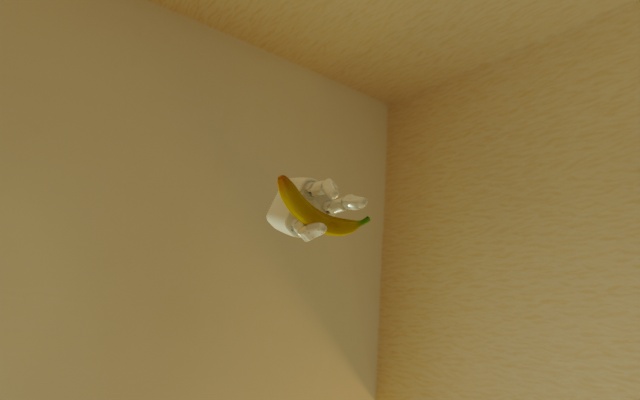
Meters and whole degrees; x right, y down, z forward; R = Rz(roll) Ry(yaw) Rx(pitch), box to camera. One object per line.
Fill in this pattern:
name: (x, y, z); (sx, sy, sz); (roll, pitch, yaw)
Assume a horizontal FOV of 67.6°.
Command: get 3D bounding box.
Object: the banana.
banana: (-0.006, 0.021, 0.872); (0.198, 0.069, 0.037); (25, 7, -25)
